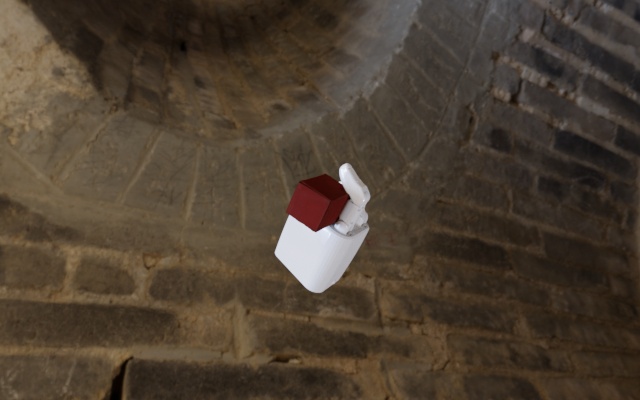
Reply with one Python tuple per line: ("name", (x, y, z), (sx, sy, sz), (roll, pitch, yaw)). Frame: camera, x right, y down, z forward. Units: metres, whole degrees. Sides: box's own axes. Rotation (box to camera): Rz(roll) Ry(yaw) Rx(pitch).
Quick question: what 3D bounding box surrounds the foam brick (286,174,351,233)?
("foam brick", (0.000, 0.002, 0.649), (0.053, 0.051, 0.078), (34, 23, 18))
